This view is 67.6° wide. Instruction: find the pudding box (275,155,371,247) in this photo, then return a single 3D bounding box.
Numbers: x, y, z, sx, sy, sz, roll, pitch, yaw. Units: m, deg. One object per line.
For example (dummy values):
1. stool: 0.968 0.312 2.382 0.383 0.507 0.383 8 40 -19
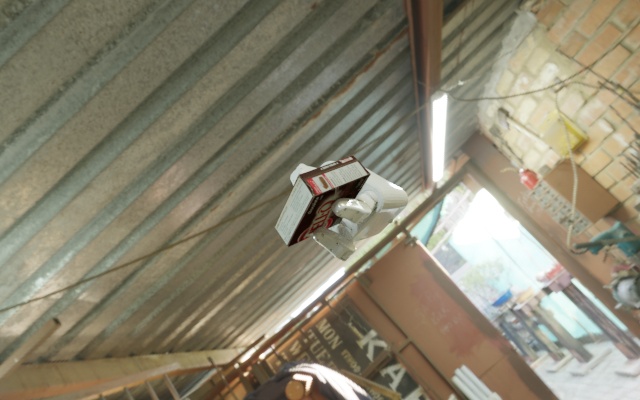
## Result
1. pudding box: 0.000 0.002 0.592 0.090 0.039 0.114 -24 -26 -35
